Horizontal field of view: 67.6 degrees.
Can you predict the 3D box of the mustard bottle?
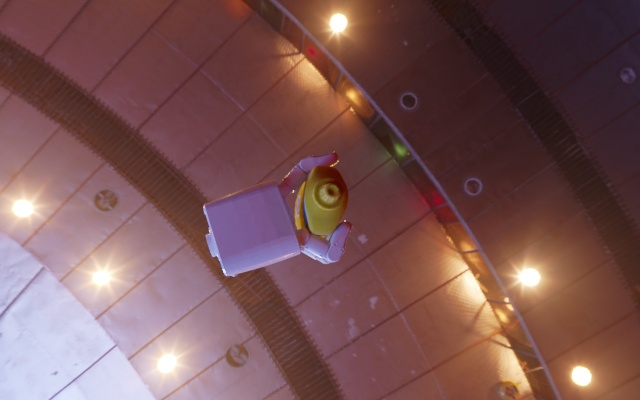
[{"bbox_3d":[0.000,0.002,0.666,0.058,0.096,0.191,6,-9,-7],"label":"mustard bottle"}]
